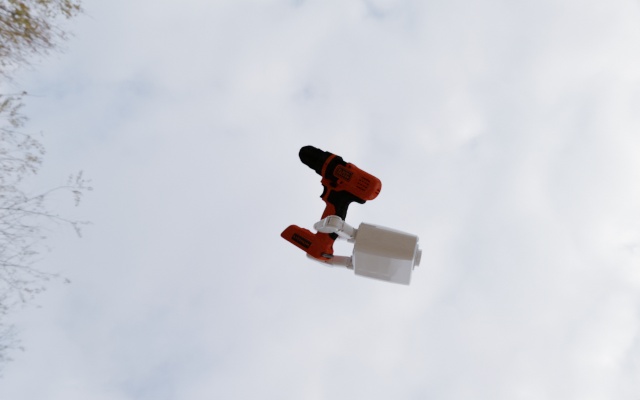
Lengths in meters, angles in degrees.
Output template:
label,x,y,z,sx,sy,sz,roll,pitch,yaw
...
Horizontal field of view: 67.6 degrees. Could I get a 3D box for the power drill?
label,x,y,z,sx,sy,sz,roll,pitch,yaw
power drill,0.000,0.003,0.897,0.184,0.187,0.057,30,5,29
